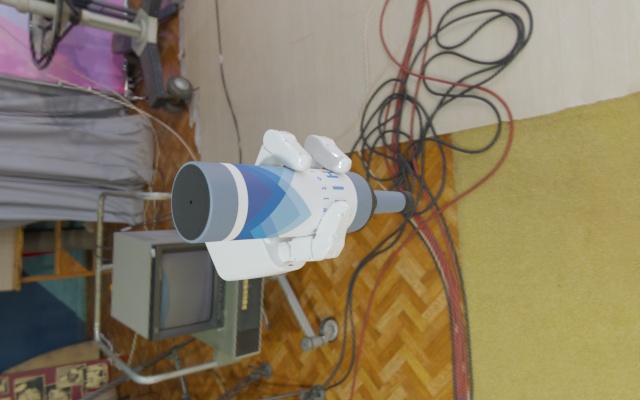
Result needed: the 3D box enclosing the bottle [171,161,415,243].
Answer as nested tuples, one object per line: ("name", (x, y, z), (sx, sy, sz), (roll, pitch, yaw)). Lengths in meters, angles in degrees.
("bottle", (0.000, 0.002, 0.488), (0.296, 0.069, 0.069), (0, 0, -44))
